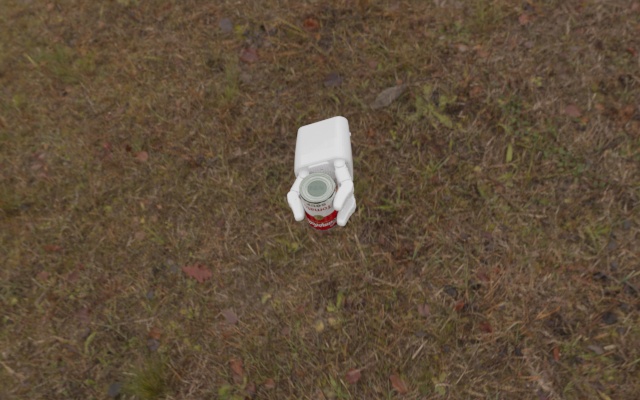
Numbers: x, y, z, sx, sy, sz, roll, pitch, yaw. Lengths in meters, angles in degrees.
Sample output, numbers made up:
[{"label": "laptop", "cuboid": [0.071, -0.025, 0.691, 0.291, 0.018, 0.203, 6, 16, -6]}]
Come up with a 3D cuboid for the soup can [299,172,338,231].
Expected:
[{"label": "soup can", "cuboid": [0.000, 0.003, 0.889, 0.068, 0.068, 0.102, 0, -32, 8]}]
